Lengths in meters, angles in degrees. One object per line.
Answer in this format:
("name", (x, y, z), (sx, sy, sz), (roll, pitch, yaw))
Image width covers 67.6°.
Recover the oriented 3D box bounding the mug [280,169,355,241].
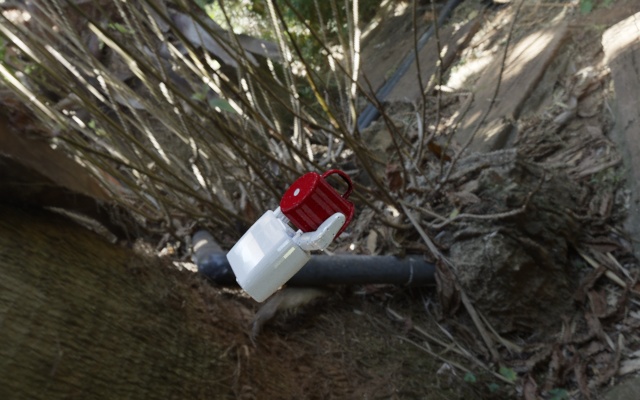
("mug", (0.001, 0.001, 0.736), (0.081, 0.117, 0.093), (44, 1, -24))
